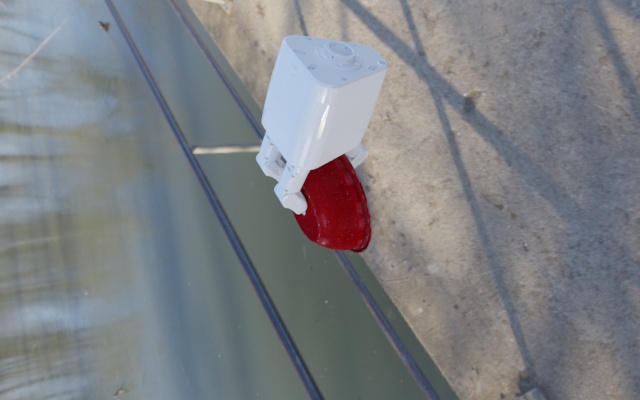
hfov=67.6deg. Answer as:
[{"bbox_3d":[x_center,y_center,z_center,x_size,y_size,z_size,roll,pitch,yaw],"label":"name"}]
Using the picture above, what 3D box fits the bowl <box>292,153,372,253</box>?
[{"bbox_3d":[0.000,0.003,0.620,0.055,0.162,0.162,-22,8,-20],"label":"bowl"}]
